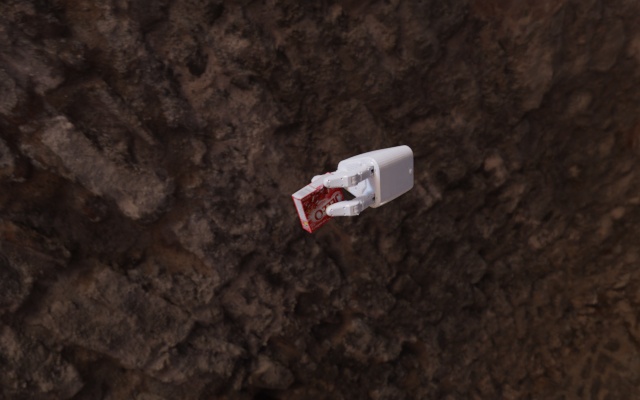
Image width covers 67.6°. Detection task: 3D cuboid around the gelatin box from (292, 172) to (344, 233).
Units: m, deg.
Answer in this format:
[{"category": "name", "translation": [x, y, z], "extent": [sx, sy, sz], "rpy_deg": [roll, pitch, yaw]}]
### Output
[{"category": "gelatin box", "translation": [0.000, 0.003, 0.851], "extent": [0.089, 0.073, 0.030], "rpy_deg": [-33, 35, -25]}]
